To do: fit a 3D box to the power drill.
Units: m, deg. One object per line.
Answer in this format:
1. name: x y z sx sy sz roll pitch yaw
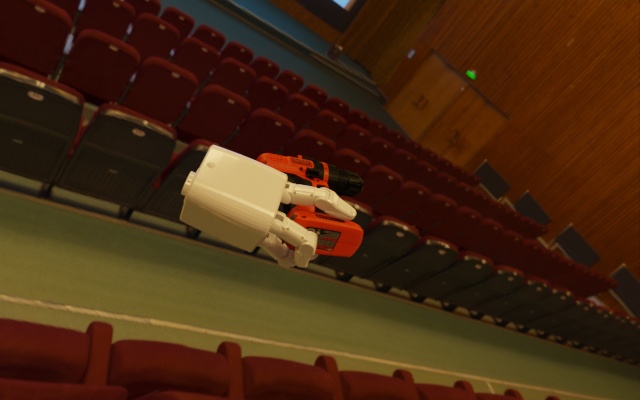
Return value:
1. power drill: 0.000 0.002 0.709 0.184 0.057 0.187 8 32 -21
